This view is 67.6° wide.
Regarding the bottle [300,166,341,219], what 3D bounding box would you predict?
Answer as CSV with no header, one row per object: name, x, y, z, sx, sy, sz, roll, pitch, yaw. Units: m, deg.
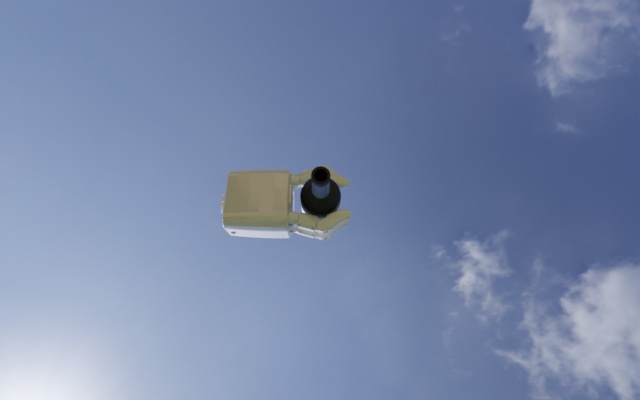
bottle,0.000,0.003,0.809,0.069,0.069,0.296,0,-15,0
